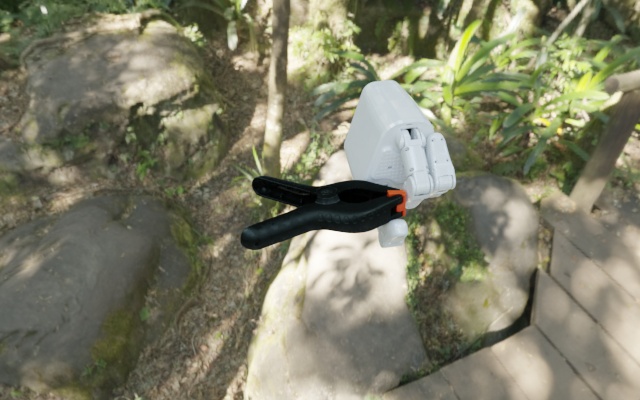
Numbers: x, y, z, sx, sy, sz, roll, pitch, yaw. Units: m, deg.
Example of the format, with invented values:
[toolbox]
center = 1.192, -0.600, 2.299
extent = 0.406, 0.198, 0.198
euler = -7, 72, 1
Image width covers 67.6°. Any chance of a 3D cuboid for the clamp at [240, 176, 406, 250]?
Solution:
[clamp]
center = 0.000, 0.001, 0.503
extent = 0.171, 0.039, 0.120
euler = -5, 37, -8
